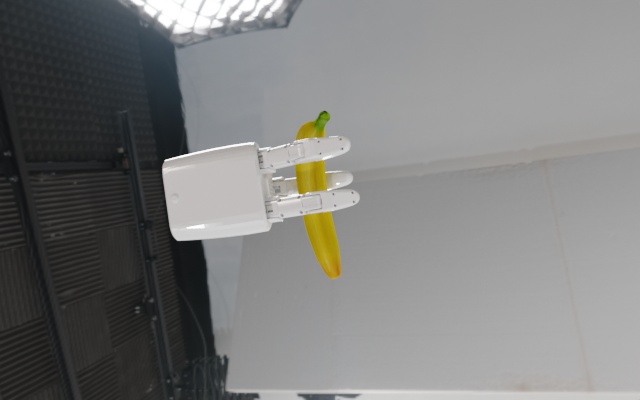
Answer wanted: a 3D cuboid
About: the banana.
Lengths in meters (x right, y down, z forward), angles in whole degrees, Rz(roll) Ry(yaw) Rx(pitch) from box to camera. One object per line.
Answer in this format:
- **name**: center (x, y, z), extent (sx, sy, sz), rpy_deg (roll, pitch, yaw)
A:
- **banana**: center (-0.005, -0.007, 0.559), extent (0.037, 0.198, 0.069), rpy_deg (-10, 19, -12)
